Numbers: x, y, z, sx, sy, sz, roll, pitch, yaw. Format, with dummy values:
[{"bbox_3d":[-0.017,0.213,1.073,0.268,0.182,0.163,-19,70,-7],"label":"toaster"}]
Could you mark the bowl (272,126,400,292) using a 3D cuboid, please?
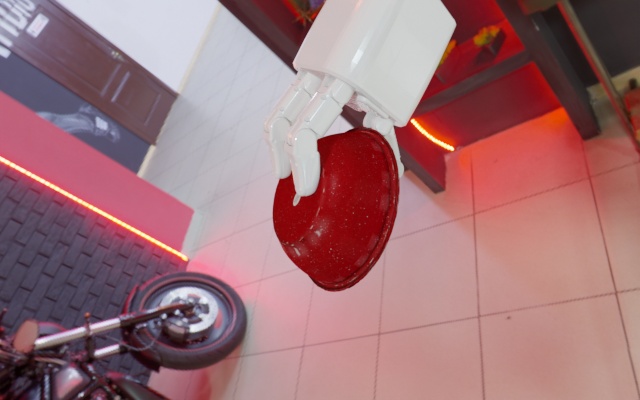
[{"bbox_3d":[-0.001,0.003,0.448,0.055,0.162,0.162,14,-8,-31],"label":"bowl"}]
